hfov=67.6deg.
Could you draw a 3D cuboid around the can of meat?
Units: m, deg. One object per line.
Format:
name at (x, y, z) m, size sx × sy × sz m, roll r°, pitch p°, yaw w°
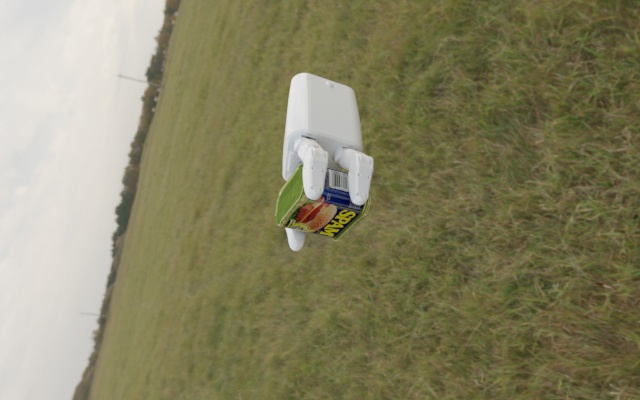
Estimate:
can of meat at (0.000, 0.002, 0.581) m, size 0.084 × 0.057 × 0.102 m, roll 13°, pitch -33°, yaw -21°
